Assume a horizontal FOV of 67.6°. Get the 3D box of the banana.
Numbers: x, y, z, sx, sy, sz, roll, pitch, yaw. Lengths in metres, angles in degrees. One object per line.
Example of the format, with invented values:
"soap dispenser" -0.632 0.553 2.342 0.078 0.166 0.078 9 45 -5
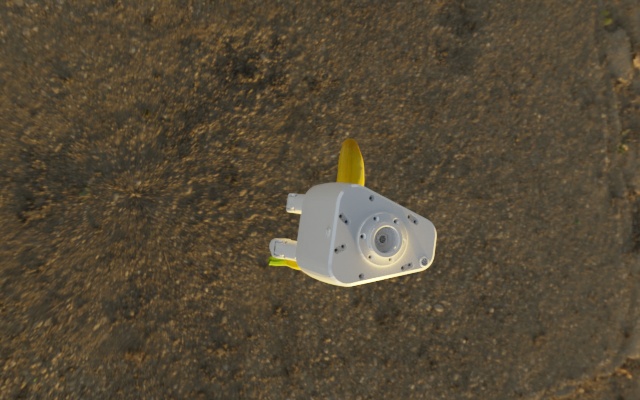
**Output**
"banana" 0.014 0.015 0.618 0.069 0.198 0.037 34 -9 -10
